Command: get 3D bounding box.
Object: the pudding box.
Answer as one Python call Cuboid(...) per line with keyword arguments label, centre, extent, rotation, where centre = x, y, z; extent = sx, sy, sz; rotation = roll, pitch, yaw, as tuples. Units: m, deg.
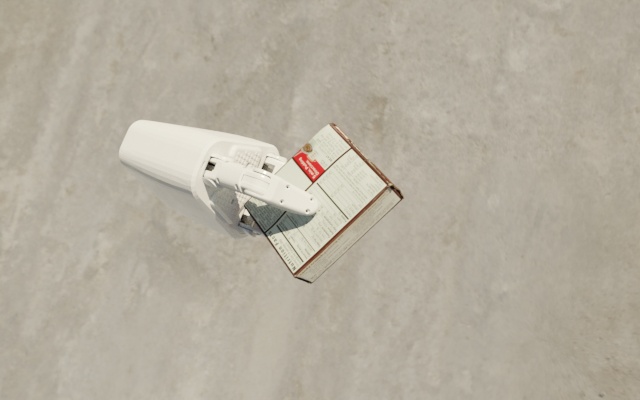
Cuboid(label="pudding box", centre=(0.000, 0.001, 0.414), extent=(0.090, 0.113, 0.039), rotation=(50, 10, 29))
